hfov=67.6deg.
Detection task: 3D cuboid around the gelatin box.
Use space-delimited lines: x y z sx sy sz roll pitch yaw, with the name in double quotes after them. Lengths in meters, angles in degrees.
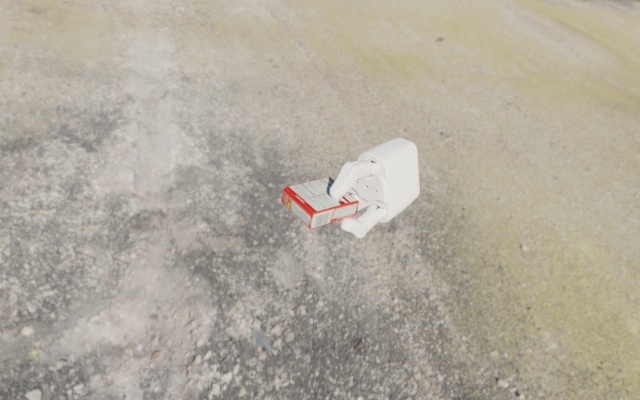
0.000 0.002 0.692 0.089 0.030 0.073 -14 41 -37 "gelatin box"
